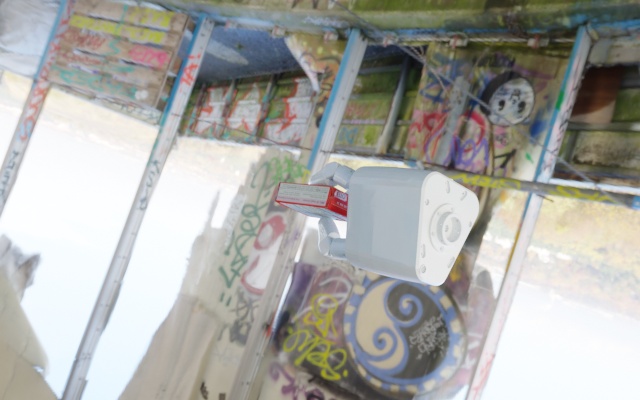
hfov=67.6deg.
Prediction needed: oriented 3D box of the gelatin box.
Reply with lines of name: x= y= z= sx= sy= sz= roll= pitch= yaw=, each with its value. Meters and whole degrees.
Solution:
gelatin box: x=0.000 y=0.002 z=0.600 sx=0.089 sy=0.030 sz=0.073 roll=5 pitch=-13 yaw=40
